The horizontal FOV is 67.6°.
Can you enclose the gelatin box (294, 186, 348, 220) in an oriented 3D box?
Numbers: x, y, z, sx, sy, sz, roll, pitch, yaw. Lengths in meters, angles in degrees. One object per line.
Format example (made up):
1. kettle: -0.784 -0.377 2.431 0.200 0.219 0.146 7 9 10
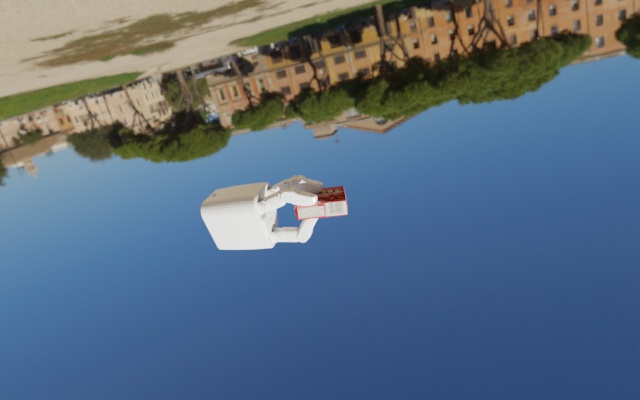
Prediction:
1. gelatin box: 0.001 0.003 0.832 0.089 0.030 0.073 -6 21 1
